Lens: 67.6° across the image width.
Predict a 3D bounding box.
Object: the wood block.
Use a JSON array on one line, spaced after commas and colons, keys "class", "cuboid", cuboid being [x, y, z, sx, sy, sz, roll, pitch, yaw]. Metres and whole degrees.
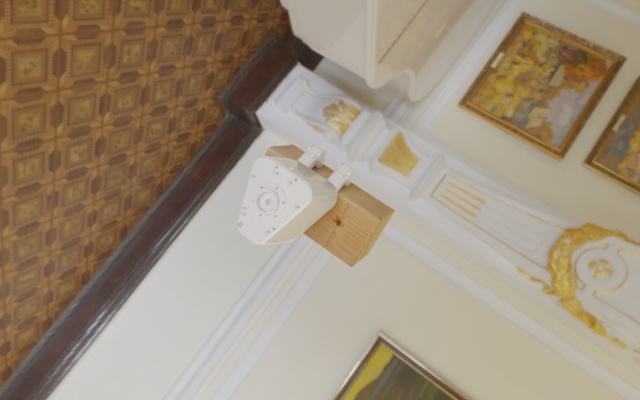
[{"class": "wood block", "cuboid": [0.000, 0.003, 0.761, 0.206, 0.091, 0.090, 34, 21, 15]}]
